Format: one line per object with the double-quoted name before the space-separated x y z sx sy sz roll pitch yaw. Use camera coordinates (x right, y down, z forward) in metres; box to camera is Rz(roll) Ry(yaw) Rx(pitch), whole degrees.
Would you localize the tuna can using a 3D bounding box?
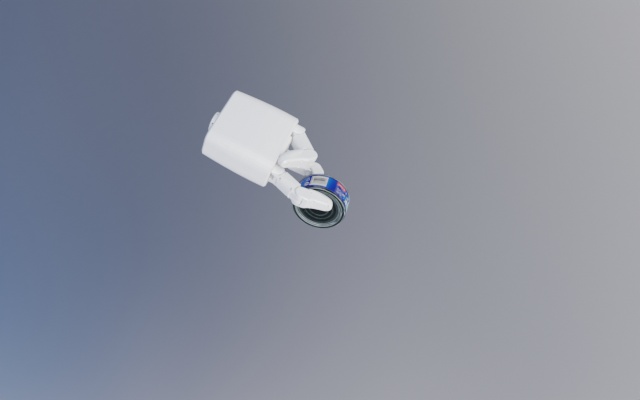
"tuna can" 0.000 0.003 0.733 0.086 0.086 0.033 0 40 16
